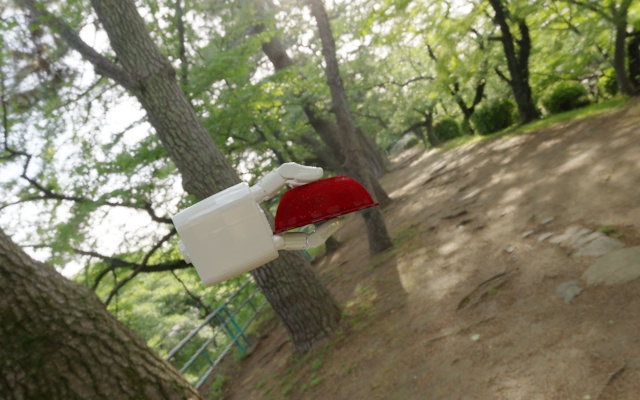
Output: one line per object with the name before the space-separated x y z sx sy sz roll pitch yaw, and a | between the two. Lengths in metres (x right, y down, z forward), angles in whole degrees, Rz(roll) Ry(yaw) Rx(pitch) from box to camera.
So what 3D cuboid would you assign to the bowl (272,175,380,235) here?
bowl | 0.001 0.002 0.686 0.162 0.055 0.162 -15 -3 -1
